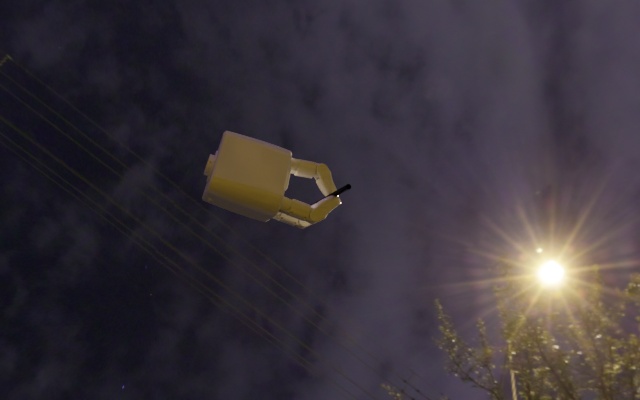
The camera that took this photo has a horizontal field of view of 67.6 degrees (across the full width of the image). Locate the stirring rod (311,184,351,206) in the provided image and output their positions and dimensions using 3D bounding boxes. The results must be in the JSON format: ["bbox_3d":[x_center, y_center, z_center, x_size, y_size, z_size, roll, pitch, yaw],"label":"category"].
[{"bbox_3d":[0.000,0.002,0.784,0.011,0.011,0.239,0,-11,-19],"label":"stirring rod"}]
